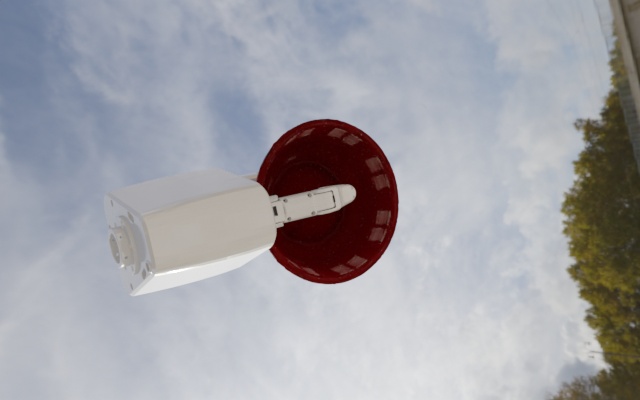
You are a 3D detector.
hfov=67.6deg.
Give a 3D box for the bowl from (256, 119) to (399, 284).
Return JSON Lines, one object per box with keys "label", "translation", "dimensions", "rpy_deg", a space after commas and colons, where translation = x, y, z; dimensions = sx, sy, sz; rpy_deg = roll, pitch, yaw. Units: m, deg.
{"label": "bowl", "translation": [0.001, 0.002, 0.489], "dimensions": [0.162, 0.162, 0.055], "rpy_deg": [0, -2, -28]}
